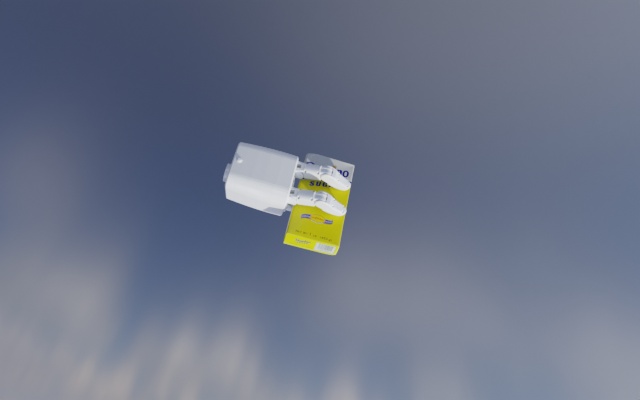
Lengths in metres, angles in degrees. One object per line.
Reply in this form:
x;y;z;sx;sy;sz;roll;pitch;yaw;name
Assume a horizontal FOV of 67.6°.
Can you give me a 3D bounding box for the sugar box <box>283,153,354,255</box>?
0.000;0.003;0.842;0.093;0.176;0.048;15;-31;-5;sugar box
